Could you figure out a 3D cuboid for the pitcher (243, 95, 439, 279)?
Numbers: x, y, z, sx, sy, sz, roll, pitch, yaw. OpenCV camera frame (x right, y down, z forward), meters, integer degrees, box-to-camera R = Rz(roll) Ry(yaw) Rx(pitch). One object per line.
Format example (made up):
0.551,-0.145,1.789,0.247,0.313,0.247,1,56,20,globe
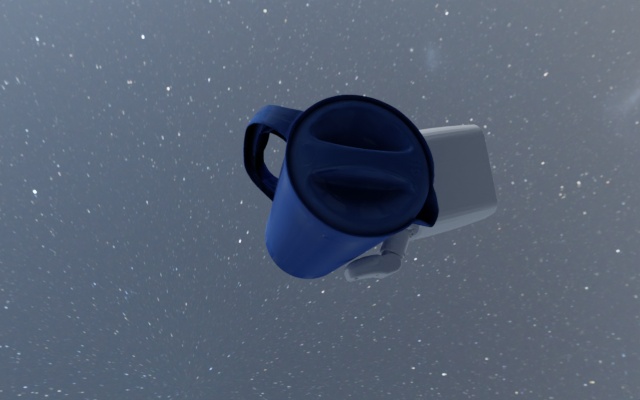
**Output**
0.000,0.002,0.505,0.145,0.149,0.243,-13,-17,-19,pitcher
